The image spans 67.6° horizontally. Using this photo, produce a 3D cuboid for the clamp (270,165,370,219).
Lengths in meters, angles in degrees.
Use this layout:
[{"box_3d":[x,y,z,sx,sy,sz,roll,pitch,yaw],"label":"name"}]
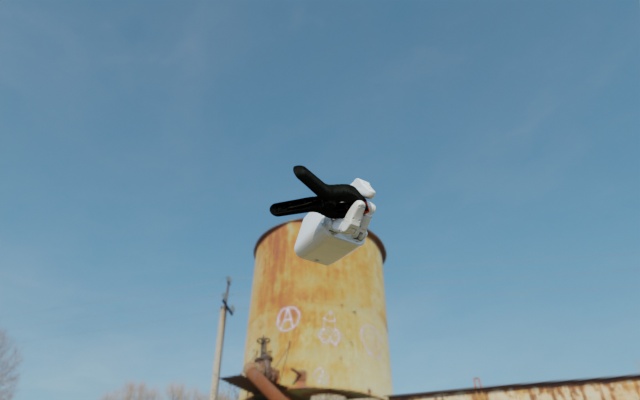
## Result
[{"box_3d":[0.000,0.002,0.821,0.171,0.039,0.120,19,-40,-29],"label":"clamp"}]
